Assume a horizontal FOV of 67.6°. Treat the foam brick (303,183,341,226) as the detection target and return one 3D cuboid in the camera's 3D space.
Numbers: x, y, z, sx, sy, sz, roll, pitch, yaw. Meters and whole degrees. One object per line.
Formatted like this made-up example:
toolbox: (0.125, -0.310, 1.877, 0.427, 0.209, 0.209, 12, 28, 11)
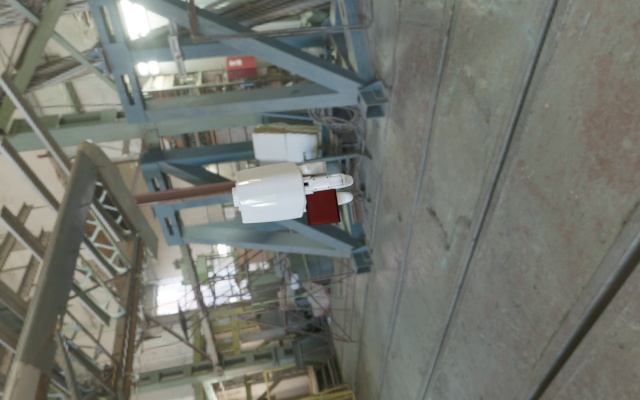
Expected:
foam brick: (0.000, 0.003, 0.817, 0.051, 0.078, 0.053, -9, -2, -9)
